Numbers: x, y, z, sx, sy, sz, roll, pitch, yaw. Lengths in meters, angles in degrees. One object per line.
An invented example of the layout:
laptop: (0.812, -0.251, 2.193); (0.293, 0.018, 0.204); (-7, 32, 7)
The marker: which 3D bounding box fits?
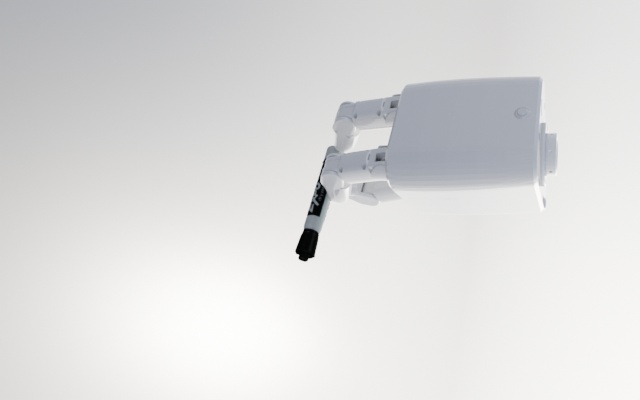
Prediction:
marker: (0.000, 0.001, 0.454); (0.020, 0.121, 0.020); (14, -26, 7)
